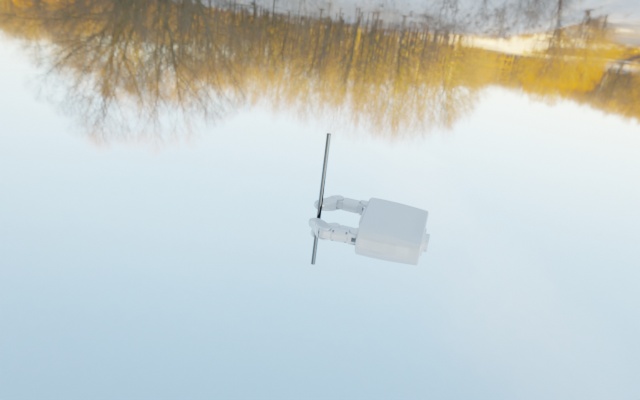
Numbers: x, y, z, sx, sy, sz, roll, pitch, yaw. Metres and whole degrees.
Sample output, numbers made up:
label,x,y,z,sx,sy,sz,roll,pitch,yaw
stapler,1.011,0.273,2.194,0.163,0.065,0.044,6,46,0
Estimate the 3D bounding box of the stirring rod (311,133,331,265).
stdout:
label,x,y,z,sx,sy,sz,roll,pitch,yaw
stirring rod,0.000,0.003,0.823,0.011,0.240,0.011,6,20,-2
